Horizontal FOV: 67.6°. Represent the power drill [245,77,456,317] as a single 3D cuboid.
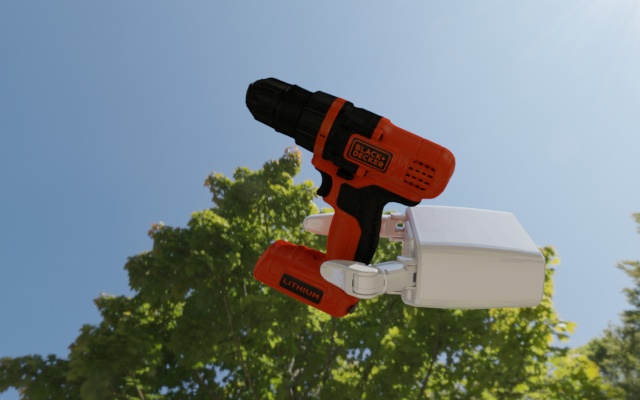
[{"bbox_3d":[0.000,0.002,0.427,0.184,0.188,0.057,25,29,8],"label":"power drill"}]
